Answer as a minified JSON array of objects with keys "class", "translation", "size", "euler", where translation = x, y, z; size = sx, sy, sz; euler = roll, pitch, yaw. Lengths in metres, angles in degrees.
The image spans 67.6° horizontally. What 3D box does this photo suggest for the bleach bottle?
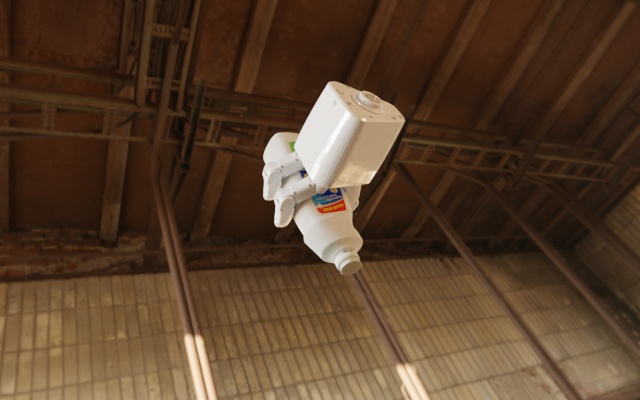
[{"class":"bleach bottle","translation":[0.000,0.002,0.681],"size":[0.102,0.068,0.250],"euler":[7,38,-34]}]
